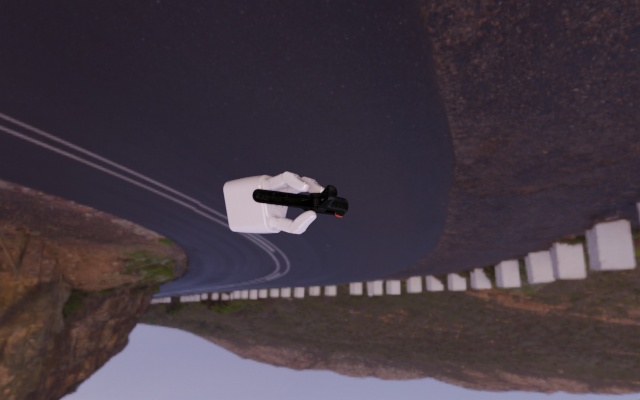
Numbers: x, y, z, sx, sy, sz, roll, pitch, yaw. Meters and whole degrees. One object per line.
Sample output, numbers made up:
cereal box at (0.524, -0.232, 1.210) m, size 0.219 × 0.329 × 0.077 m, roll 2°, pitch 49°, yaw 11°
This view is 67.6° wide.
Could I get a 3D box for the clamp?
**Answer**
clamp at (0.000, 0.004, 0.891) m, size 0.164 × 0.036 × 0.210 m, roll -2°, pitch -11°, yaw 35°
